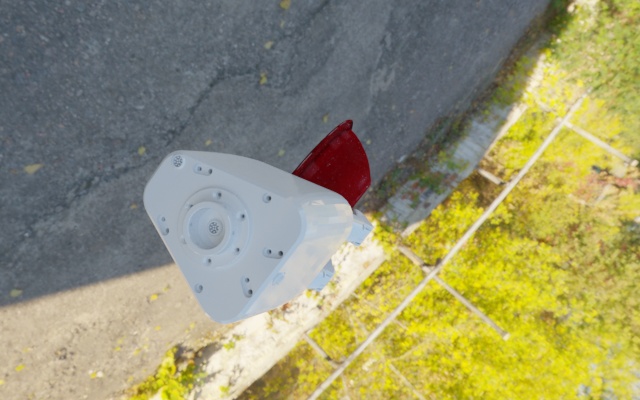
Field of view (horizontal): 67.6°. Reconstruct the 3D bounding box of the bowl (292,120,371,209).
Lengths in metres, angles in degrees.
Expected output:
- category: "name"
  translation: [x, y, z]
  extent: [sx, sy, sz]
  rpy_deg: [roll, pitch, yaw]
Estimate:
- category: "bowl"
  translation: [0.001, 0.001, 0.468]
  extent: [0.055, 0.162, 0.162]
  rpy_deg: [39, 3, 4]
